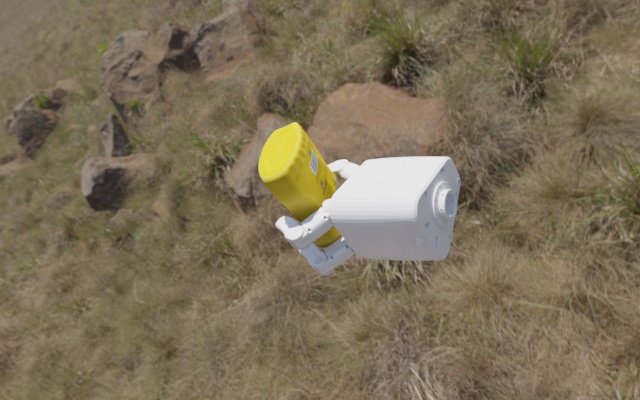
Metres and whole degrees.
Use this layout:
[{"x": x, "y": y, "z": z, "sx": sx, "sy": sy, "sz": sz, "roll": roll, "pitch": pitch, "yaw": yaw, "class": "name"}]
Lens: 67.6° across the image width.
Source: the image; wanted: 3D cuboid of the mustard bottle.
[{"x": 0.000, "y": 0.002, "z": 0.593, "sx": 0.058, "sy": 0.096, "sz": 0.192, "roll": -20, "pitch": -51, "yaw": 22, "class": "mustard bottle"}]
